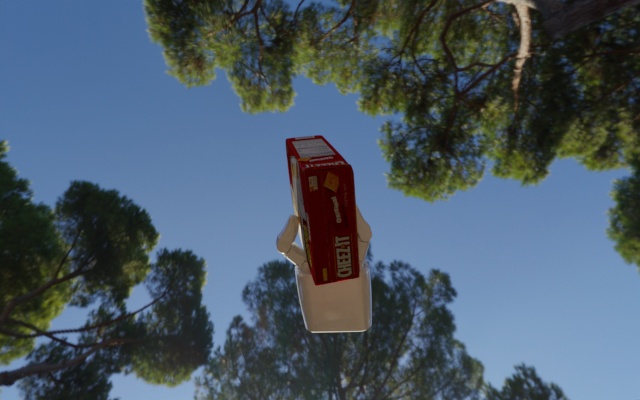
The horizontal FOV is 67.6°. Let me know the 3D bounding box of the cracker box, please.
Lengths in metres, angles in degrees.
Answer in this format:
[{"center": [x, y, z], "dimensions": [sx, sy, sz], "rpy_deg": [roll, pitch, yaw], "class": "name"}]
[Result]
[{"center": [0.000, 0.002, 0.712], "dimensions": [0.072, 0.164, 0.213], "rpy_deg": [-9, 19, -8], "class": "cracker box"}]
